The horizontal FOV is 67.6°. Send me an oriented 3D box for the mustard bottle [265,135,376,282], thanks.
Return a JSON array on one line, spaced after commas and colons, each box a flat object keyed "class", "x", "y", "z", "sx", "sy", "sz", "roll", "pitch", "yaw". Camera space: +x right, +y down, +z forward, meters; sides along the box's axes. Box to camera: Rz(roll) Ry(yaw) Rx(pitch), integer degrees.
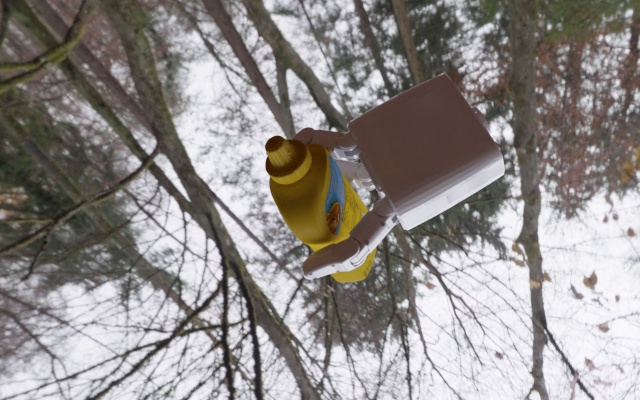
[{"class": "mustard bottle", "x": 0.000, "y": 0.002, "z": 0.466, "sx": 0.058, "sy": 0.096, "sz": 0.192, "roll": -9, "pitch": -34, "yaw": 22}]
